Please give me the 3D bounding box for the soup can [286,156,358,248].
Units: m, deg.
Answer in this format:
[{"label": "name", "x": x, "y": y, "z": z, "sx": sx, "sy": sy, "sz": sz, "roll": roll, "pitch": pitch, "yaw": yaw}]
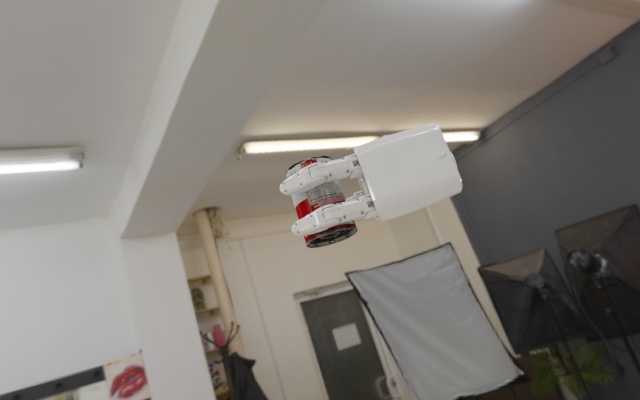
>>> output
[{"label": "soup can", "x": 0.000, "y": 0.002, "z": 0.616, "sx": 0.068, "sy": 0.102, "sz": 0.068, "roll": -16, "pitch": -17, "yaw": -5}]
